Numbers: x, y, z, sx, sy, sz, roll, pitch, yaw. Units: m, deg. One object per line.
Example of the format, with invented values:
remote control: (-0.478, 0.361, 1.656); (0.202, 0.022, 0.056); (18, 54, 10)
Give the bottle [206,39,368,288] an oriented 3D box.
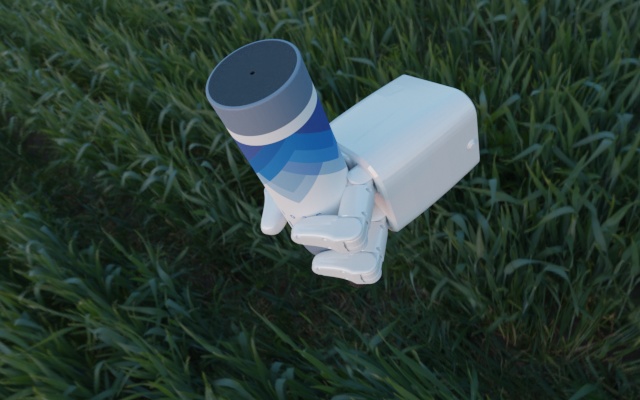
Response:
bottle: (0.000, 0.001, 0.419); (0.069, 0.069, 0.296); (0, -35, 21)
